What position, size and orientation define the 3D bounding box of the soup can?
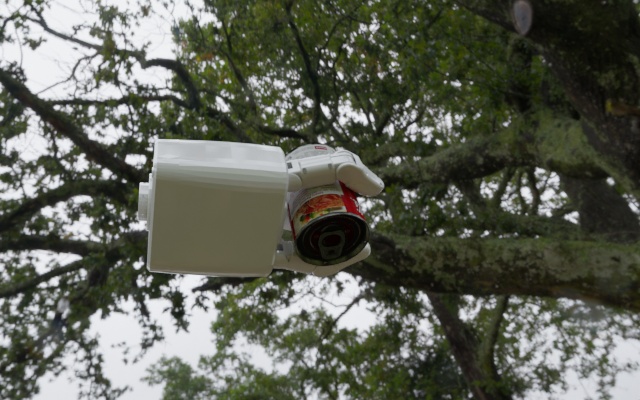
[{"bbox_3d":[0.001,0.001,0.452,0.068,0.069,0.102,0,43,-17],"label":"soup can"}]
